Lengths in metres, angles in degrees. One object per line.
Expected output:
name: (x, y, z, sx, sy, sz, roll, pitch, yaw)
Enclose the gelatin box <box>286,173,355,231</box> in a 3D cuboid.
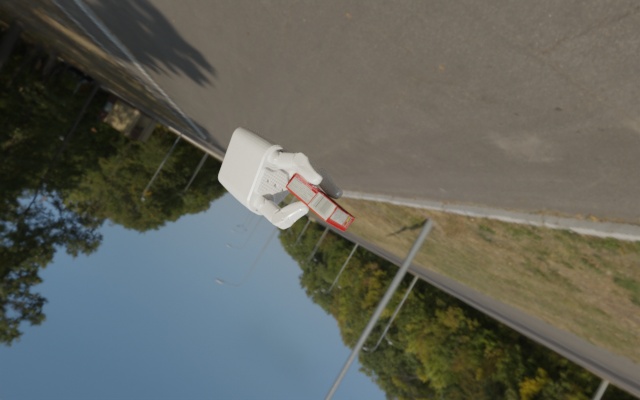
gelatin box: (0.000, 0.003, 0.696, 0.089, 0.030, 0.073, 40, 3, 28)
